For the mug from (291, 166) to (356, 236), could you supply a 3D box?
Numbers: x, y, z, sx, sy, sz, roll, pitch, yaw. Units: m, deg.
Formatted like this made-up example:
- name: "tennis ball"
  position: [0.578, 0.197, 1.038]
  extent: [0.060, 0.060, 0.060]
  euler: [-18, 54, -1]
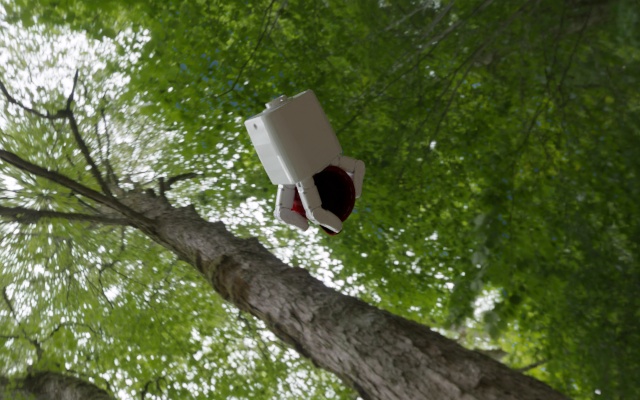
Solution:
- name: "mug"
  position: [0.001, 0.004, 0.763]
  extent: [0.093, 0.117, 0.081]
  euler: [-33, 18, -26]
